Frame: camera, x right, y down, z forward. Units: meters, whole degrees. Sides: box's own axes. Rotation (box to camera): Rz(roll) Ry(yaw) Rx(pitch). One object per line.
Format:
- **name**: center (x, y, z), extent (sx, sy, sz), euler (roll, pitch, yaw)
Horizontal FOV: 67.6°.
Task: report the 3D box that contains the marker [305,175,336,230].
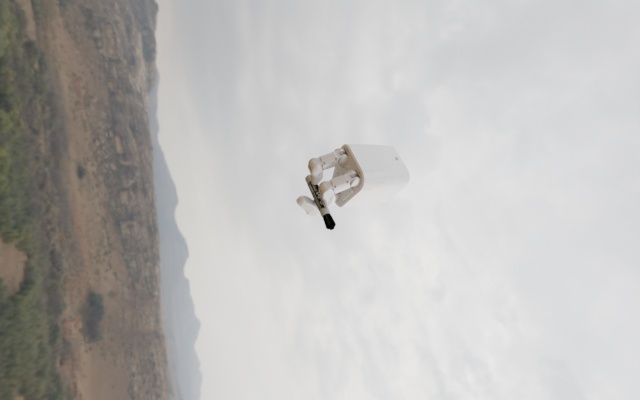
- **marker**: center (0.000, 0.003, 0.867), extent (0.020, 0.121, 0.020), euler (-17, -33, -11)
